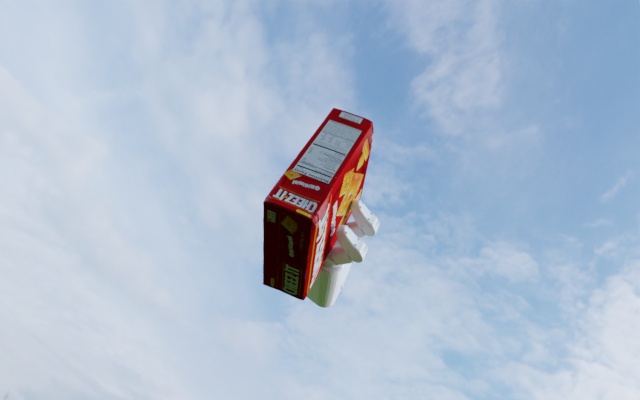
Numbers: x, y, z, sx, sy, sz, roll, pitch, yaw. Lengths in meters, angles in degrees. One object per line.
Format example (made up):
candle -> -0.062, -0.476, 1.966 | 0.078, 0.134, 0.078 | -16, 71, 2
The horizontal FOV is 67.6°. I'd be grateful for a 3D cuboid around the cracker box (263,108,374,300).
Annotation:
cracker box -> 0.000, 0.002, 0.652 | 0.072, 0.164, 0.213 | 20, 47, 13
